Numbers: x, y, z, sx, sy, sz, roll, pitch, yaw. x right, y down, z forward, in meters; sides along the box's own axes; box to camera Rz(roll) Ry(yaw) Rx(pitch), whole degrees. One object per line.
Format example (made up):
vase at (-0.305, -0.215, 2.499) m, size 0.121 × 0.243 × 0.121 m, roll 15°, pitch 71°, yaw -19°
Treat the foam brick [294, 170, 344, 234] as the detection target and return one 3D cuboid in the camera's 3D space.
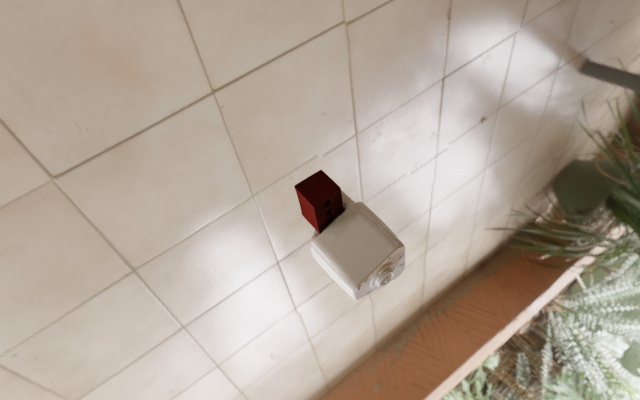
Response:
foam brick at (0.000, 0.002, 0.738) m, size 0.053 × 0.051 × 0.078 m, roll -34°, pitch -34°, yaw -15°
